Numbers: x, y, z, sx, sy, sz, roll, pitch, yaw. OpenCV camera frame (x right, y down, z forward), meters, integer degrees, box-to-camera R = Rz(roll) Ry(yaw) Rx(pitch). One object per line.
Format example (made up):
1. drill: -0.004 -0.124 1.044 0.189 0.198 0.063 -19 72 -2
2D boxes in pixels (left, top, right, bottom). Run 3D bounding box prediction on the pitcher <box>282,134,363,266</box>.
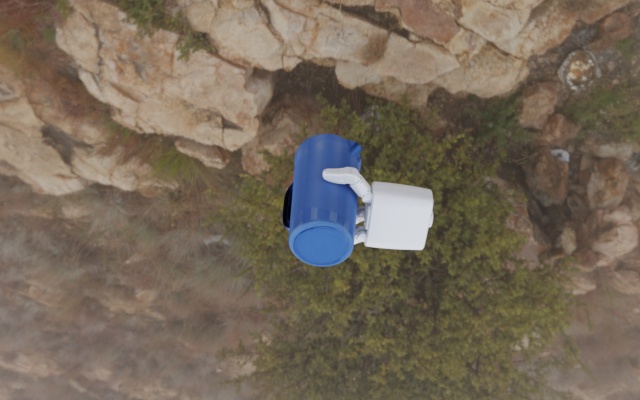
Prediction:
1. pitcher: 0.000 0.003 0.871 0.145 0.149 0.242 7 41 -1
